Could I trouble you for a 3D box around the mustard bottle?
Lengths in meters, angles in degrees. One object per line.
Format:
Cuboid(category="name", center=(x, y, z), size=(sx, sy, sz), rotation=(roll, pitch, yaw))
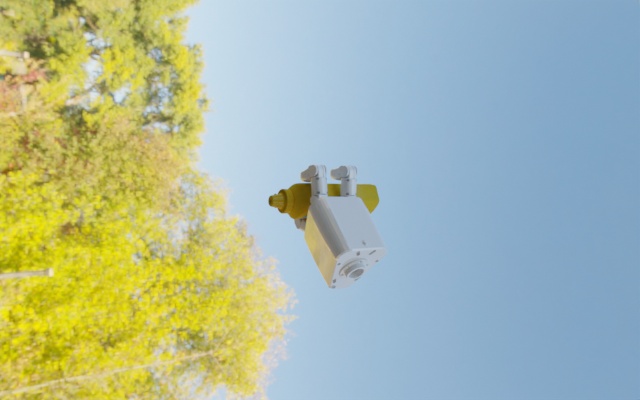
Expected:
Cuboid(category="mustard bottle", center=(0.000, 0.002, 0.820), size=(0.191, 0.058, 0.096), rotation=(0, -19, -32))
